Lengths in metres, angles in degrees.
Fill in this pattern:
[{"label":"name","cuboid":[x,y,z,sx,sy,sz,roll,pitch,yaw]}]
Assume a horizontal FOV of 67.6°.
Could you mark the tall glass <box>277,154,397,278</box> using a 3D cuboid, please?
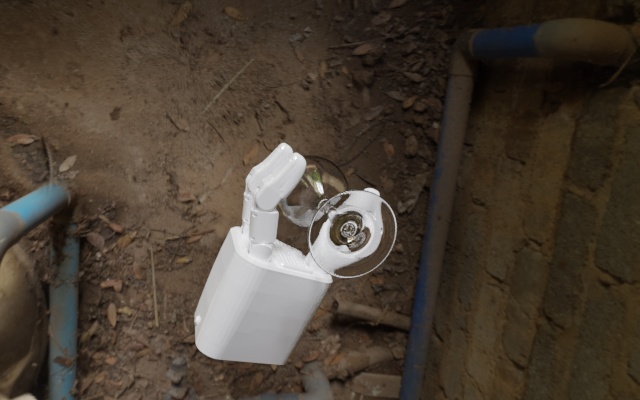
[{"label":"tall glass","cuboid":[0.000,0.002,0.469,0.079,0.079,0.201,0,15,-15]}]
